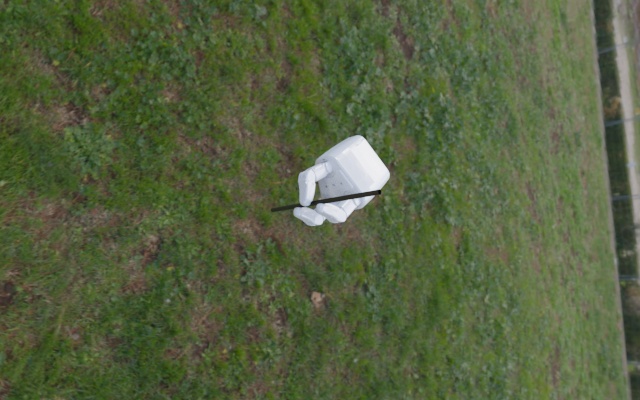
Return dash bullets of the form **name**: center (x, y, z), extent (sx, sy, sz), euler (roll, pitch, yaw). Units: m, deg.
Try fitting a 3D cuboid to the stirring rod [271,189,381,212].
- **stirring rod**: center (0.000, 0.003, 0.782), extent (0.239, 0.011, 0.011), euler (-10, -7, 43)
